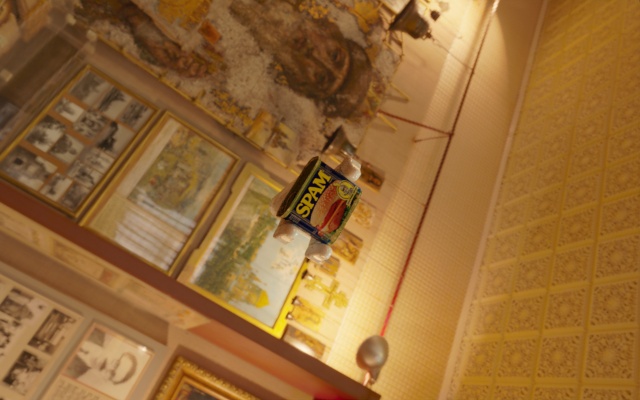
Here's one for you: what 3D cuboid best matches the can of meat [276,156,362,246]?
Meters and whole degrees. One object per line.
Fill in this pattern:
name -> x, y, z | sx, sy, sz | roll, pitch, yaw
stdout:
can of meat -> 0.000, 0.002, 0.681 | 0.084, 0.102, 0.057 | 34, -10, -15
